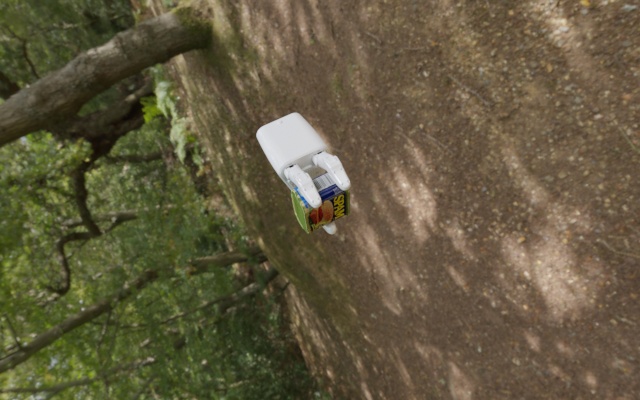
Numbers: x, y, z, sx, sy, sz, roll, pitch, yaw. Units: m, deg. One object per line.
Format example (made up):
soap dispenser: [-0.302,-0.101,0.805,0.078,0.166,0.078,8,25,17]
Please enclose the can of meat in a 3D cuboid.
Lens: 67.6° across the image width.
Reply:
can of meat: [0.000,0.003,0.812,0.084,0.057,0.102,-26,-30,-12]
